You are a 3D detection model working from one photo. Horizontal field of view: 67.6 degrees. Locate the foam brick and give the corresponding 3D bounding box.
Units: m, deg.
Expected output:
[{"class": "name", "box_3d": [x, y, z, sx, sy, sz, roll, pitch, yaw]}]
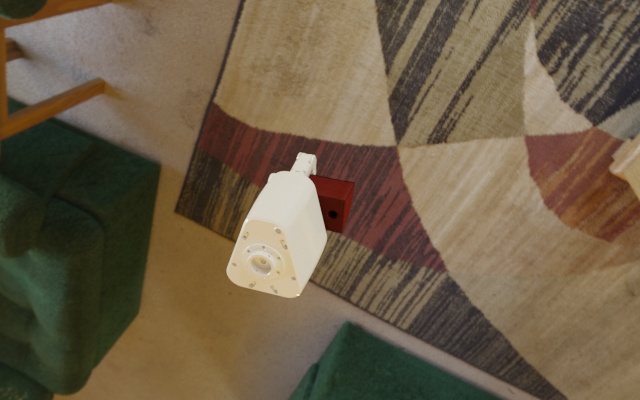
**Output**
[{"class": "foam brick", "box_3d": [0.000, 0.002, 0.629, 0.078, 0.053, 0.051, 11, 32, 10]}]
